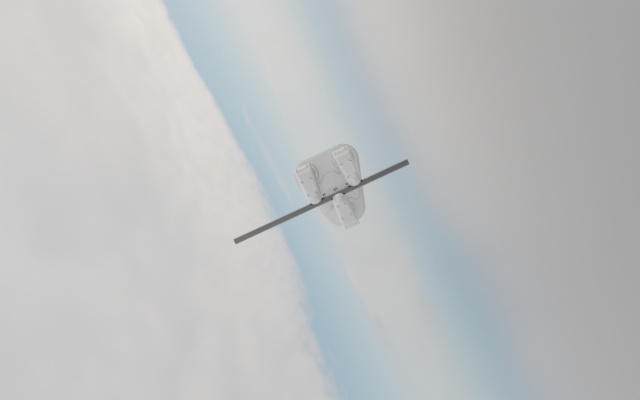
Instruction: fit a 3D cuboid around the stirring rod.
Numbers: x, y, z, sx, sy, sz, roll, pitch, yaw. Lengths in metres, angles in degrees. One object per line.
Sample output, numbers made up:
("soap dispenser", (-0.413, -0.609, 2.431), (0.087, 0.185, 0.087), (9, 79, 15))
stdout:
("stirring rod", (0.000, 0.002, 0.601), (0.239, 0.011, 0.011), (-25, -2, 3))
